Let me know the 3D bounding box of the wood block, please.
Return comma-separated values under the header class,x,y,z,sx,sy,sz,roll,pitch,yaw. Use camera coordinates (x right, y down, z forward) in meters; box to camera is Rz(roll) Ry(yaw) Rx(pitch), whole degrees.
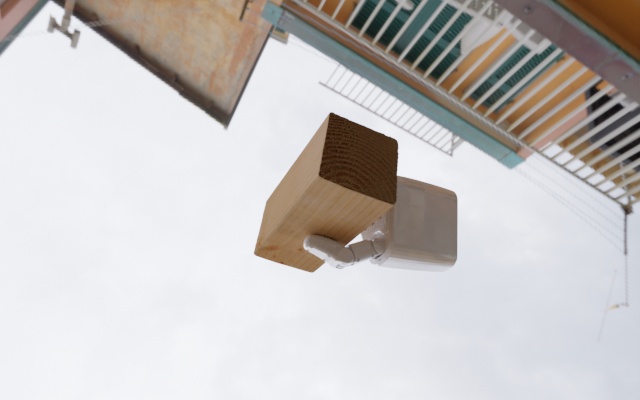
class,x,y,z,sx,sy,sz,roll,pitch,yaw
wood block,0.000,0.002,0.577,0.090,0.090,0.206,20,-35,-17
